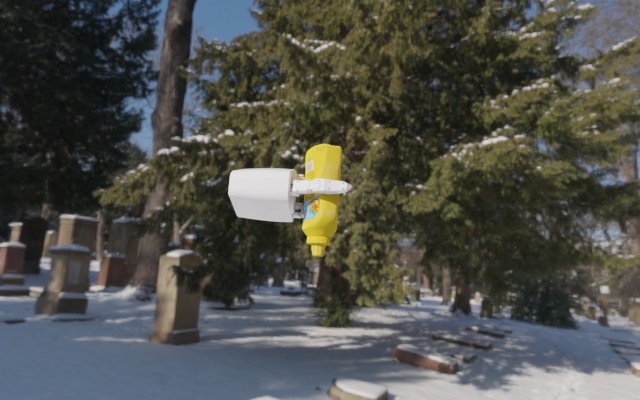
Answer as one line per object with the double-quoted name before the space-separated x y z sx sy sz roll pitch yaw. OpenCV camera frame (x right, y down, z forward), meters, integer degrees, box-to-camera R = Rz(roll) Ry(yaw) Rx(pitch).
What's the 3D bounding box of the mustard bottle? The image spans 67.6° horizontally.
"mustard bottle" 0.000 0.003 0.847 0.058 0.191 0.096 8 -12 -22
